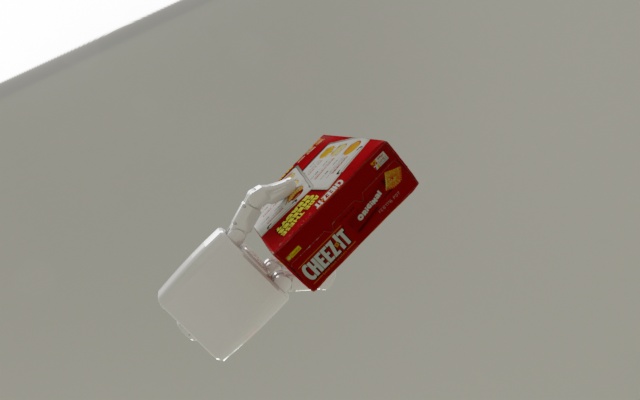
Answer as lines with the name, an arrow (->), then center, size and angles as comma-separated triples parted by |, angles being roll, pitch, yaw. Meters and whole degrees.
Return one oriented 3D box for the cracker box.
cracker box -> 0.000, 0.002, 0.583 | 0.072, 0.164, 0.213 | 46, -6, -19
